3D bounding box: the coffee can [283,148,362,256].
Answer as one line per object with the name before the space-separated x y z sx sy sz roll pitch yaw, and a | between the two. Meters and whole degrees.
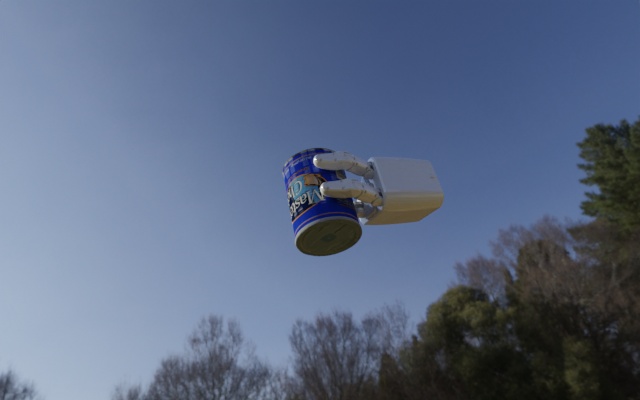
coffee can | 0.000 0.003 0.756 0.103 0.140 0.103 -9 -35 -6
